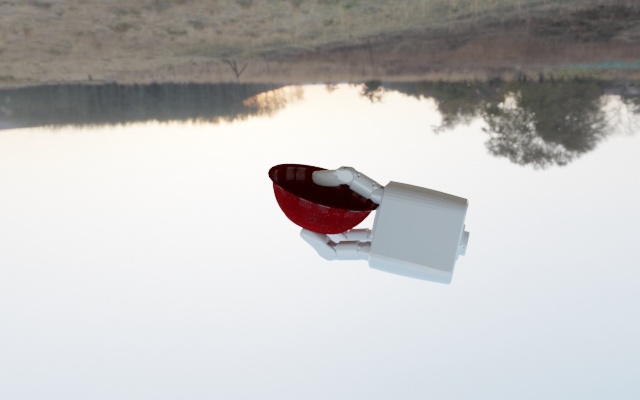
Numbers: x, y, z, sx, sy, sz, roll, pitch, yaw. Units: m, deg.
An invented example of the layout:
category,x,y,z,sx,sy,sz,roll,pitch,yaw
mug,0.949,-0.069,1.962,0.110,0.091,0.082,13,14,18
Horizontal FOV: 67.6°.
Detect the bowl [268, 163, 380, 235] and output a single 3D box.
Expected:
category,x,y,z,sx,sy,sz,roll,pitch,yaw
bowl,-0.001,0.002,0.662,0.162,0.055,0.162,15,20,-6
